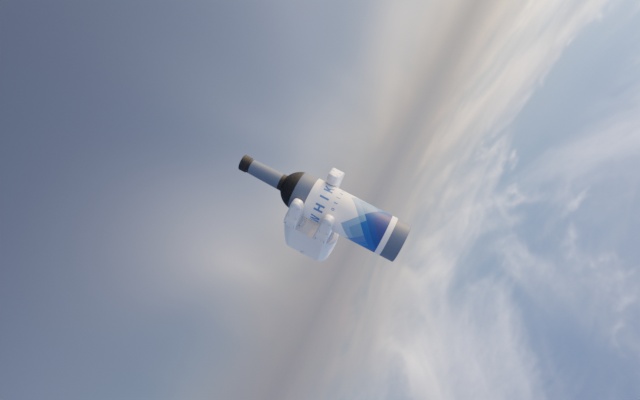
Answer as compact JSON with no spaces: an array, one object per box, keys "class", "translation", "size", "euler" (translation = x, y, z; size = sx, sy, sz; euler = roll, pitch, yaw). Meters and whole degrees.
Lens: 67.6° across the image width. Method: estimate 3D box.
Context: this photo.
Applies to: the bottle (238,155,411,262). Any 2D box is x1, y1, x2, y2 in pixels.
[{"class":"bottle","translation":[0.000,0.003,0.780],"size":[0.295,0.069,0.069],"euler":[27,3,6]}]
